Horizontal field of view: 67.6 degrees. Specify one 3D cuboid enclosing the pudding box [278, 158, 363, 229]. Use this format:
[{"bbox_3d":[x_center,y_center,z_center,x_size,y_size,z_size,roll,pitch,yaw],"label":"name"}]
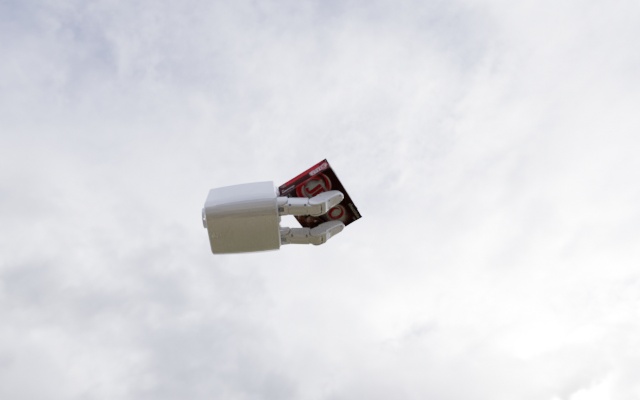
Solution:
[{"bbox_3d":[0.000,0.002,0.749,0.090,0.113,0.039,-31,34,7],"label":"pudding box"}]
